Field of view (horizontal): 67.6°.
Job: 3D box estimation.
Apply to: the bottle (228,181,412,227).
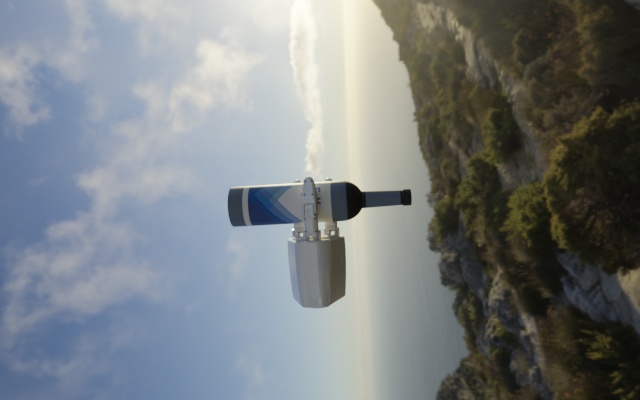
[{"bbox_3d":[0.000,0.002,0.786,0.296,0.069,0.069,-3,0,4],"label":"bottle"}]
